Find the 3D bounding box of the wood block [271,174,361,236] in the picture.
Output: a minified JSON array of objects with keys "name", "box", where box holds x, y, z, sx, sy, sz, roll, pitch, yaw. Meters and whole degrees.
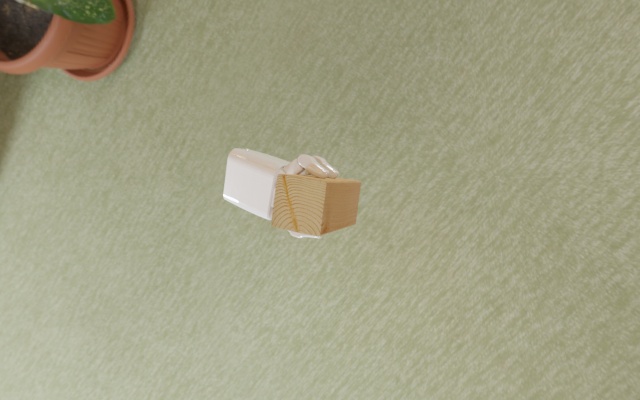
[{"name":"wood block","box":[0.000,0.003,0.862,0.090,0.091,0.206,10,6,20]}]
